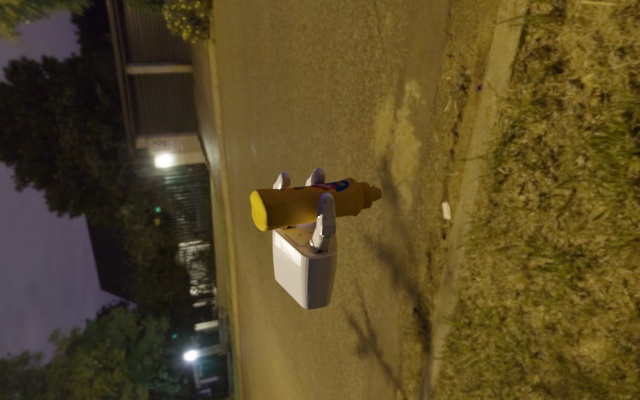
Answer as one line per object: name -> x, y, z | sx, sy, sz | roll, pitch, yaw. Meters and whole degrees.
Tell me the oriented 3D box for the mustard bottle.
mustard bottle -> 0.000, 0.002, 0.697 | 0.191, 0.058, 0.096 | -8, 8, -18
